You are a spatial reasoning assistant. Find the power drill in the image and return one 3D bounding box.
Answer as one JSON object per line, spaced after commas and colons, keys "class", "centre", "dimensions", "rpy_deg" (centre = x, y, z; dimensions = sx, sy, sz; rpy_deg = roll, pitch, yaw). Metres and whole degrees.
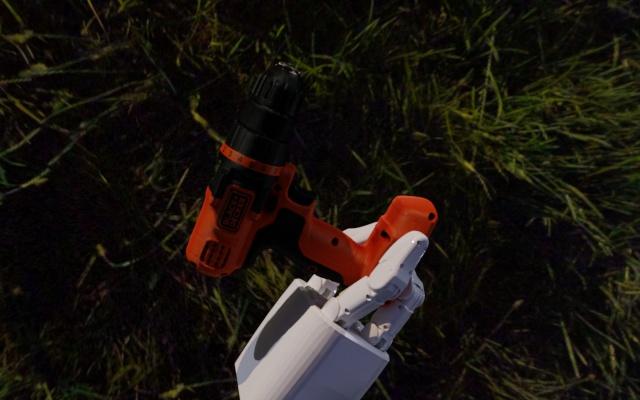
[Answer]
{"class": "power drill", "centre": [0.000, 0.002, 0.407], "dimensions": [0.188, 0.184, 0.057], "rpy_deg": [22, 15, -13]}
